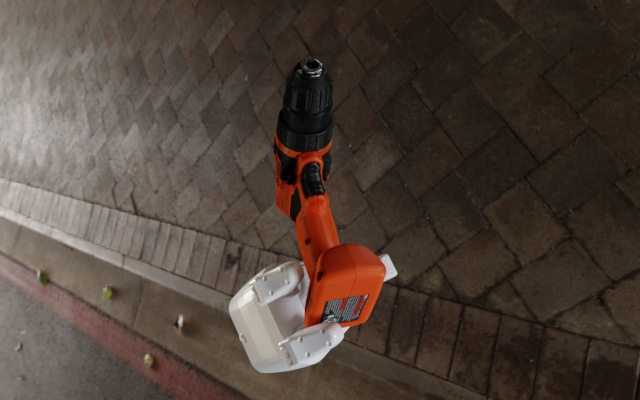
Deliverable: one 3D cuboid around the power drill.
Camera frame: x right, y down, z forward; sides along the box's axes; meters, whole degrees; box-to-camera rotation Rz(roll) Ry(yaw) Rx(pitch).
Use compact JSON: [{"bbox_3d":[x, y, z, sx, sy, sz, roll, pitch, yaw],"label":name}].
[{"bbox_3d":[0.000,0.002,0.411,0.057,0.187,0.185,-7,-37,-11],"label":"power drill"}]
